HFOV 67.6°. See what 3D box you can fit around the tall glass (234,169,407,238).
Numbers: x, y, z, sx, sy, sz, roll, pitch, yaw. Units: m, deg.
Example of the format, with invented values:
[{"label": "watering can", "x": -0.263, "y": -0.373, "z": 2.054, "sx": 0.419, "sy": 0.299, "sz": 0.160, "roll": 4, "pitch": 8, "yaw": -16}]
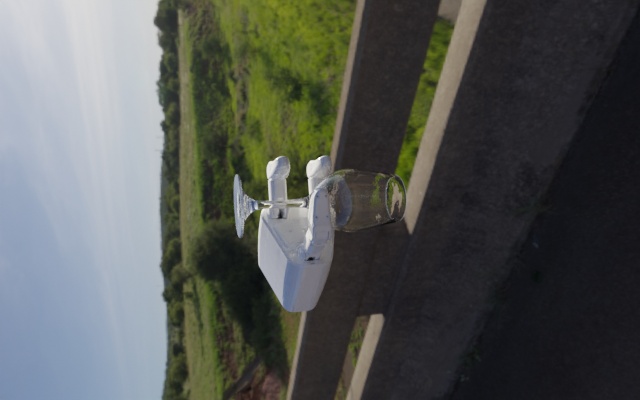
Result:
[{"label": "tall glass", "x": -0.001, "y": 0.002, "z": 0.578, "sx": 0.201, "sy": 0.079, "sz": 0.079, "roll": -3, "pitch": 1, "yaw": -16}]
